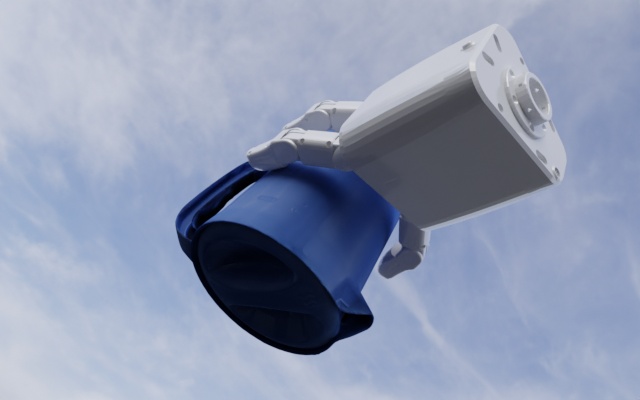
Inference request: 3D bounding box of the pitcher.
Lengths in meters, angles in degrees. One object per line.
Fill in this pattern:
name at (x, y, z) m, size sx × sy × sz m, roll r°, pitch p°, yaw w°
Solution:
pitcher at (0.000, 0.001, 0.436) m, size 0.145 × 0.149 × 0.242 m, roll -27°, pitch 16°, yaw 45°
